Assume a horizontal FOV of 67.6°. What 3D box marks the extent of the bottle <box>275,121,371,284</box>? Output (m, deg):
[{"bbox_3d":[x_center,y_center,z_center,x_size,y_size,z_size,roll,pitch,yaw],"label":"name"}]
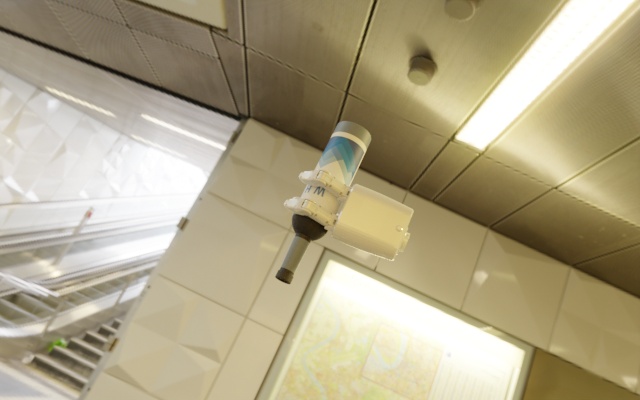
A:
[{"bbox_3d":[0.000,0.002,0.806,0.069,0.295,0.069,23,-20,9],"label":"bottle"}]
